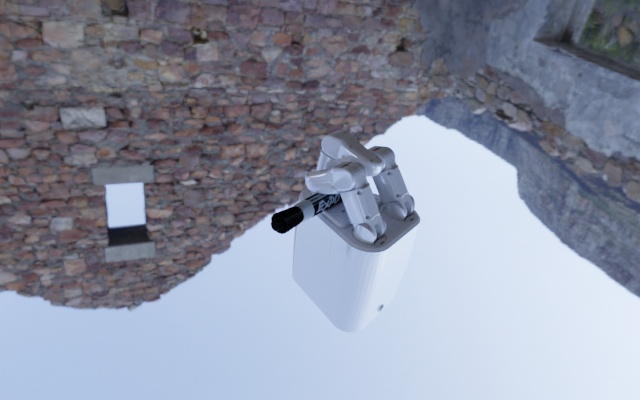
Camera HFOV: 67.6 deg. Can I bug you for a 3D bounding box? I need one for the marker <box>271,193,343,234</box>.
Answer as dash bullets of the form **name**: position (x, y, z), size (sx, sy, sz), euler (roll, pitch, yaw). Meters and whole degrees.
- **marker**: position (0.000, 0.001, 0.431), size (0.020, 0.020, 0.121), euler (0, 19, 41)
